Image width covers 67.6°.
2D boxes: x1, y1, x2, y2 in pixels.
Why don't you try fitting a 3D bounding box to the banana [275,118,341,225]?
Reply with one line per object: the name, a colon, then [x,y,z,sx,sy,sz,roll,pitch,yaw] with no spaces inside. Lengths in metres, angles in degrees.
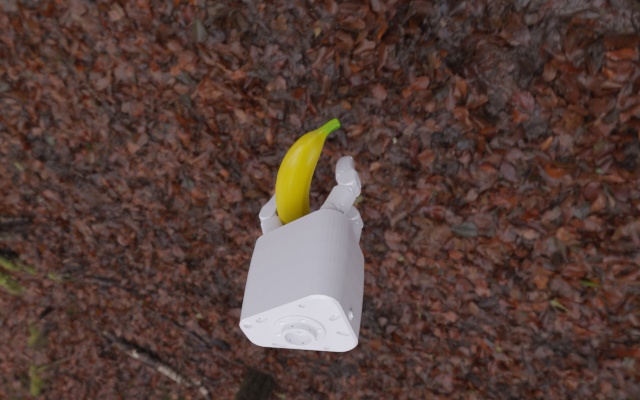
banana: [-0.018,0.000,0.548,0.069,0.198,0.037,-4,40,-13]
